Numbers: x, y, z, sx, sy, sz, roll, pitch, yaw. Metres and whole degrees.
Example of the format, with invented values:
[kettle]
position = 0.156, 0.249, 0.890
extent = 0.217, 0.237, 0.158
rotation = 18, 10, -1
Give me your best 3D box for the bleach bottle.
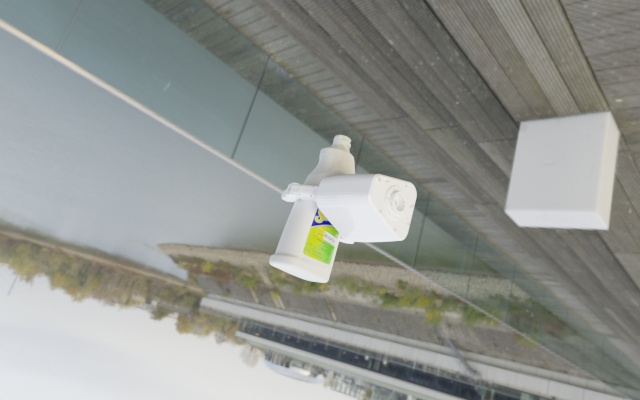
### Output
[bleach bottle]
position = 0.000, 0.003, 0.797
extent = 0.068, 0.250, 0.103
rotation = -2, -25, 46
